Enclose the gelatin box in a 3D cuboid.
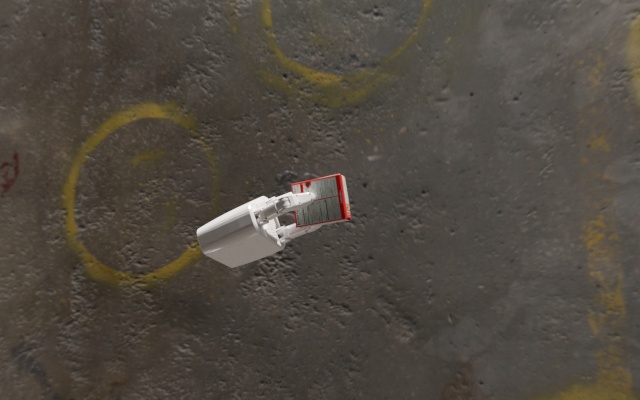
[{"bbox_3d":[0.000,0.002,0.771,0.089,0.073,0.030,-11,-10,20],"label":"gelatin box"}]
